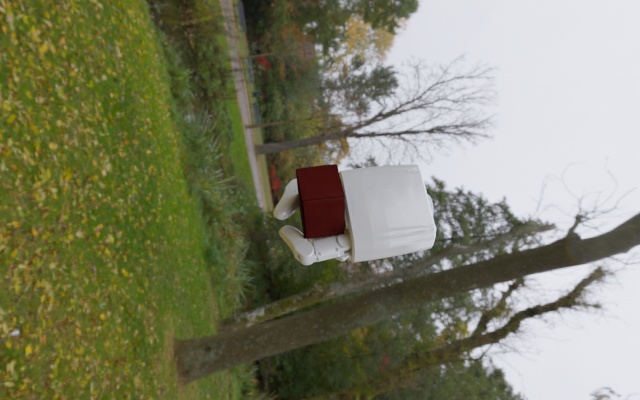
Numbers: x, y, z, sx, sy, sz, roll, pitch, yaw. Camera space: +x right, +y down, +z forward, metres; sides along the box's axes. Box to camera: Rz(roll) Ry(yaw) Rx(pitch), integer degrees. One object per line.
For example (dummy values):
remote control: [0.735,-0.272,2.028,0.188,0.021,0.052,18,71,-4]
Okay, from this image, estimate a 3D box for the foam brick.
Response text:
foam brick: [0.000,0.002,0.578,0.051,0.053,0.078,-7,-38,-3]
